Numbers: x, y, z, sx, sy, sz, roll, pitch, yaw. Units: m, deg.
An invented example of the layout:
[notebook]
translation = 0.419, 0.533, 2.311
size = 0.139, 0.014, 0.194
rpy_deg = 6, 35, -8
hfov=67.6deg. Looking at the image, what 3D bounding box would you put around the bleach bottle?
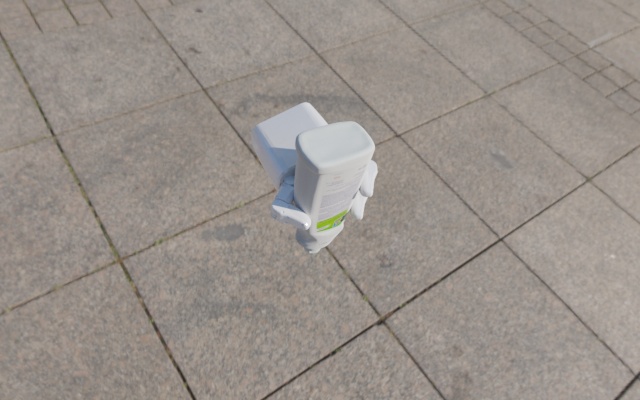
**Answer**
[bleach bottle]
translation = 0.000, 0.002, 0.690
size = 0.102, 0.068, 0.251
rpy_deg = -19, -31, -25
